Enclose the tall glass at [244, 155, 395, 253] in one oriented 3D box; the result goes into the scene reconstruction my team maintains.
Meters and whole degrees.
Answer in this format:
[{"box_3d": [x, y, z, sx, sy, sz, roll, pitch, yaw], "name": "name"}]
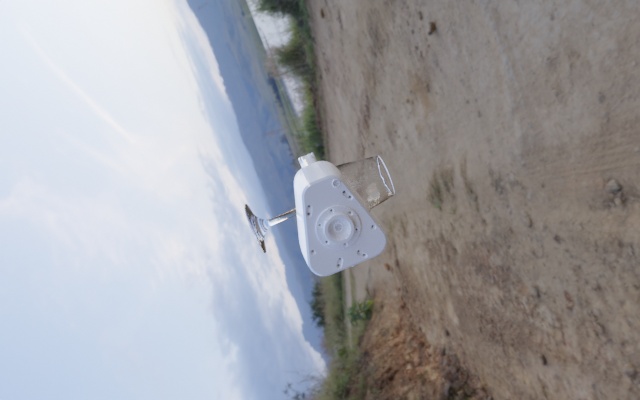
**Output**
[{"box_3d": [-0.001, 0.002, 0.671, 0.201, 0.079, 0.079, -22, 0, -1], "name": "tall glass"}]
